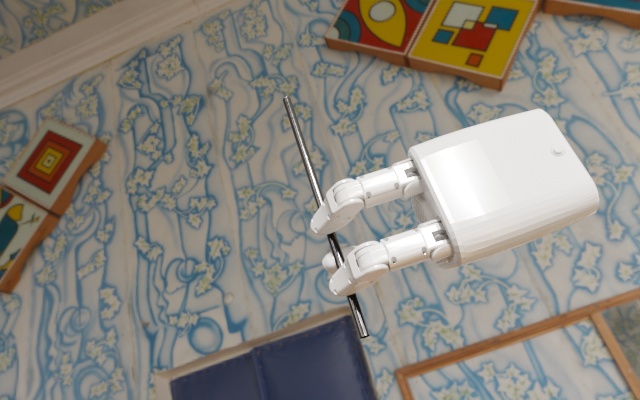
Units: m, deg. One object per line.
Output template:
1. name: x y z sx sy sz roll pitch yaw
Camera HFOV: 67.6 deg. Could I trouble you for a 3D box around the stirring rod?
1. stirring rod: 0.000 0.001 0.414 0.011 0.239 0.011 -14 -28 -8
